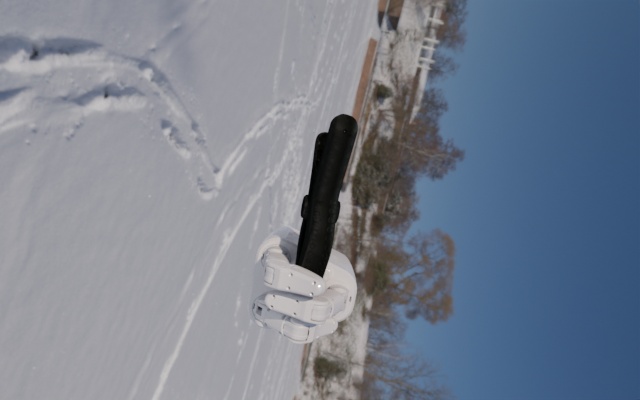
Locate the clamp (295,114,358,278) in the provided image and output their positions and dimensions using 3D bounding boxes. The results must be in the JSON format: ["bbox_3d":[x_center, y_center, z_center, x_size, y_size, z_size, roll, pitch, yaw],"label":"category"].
[{"bbox_3d":[0.001,0.002,0.473,0.039,0.171,0.120,14,7,-2],"label":"clamp"}]
